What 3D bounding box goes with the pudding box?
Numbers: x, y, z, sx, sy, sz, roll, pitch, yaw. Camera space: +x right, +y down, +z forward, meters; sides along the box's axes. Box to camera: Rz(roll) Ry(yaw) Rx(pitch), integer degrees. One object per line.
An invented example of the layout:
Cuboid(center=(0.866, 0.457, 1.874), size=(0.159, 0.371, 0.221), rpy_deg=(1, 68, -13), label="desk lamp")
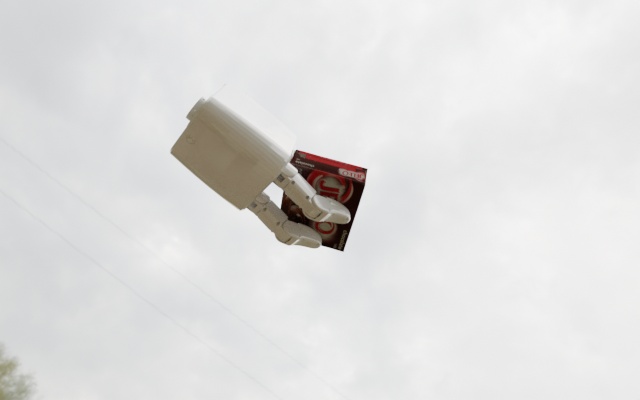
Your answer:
Cuboid(center=(0.000, 0.002, 0.577), size=(0.090, 0.114, 0.039), rpy_deg=(15, 40, 2), label="pudding box")
